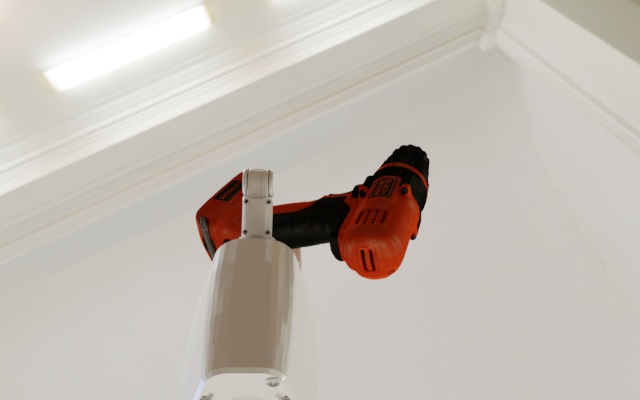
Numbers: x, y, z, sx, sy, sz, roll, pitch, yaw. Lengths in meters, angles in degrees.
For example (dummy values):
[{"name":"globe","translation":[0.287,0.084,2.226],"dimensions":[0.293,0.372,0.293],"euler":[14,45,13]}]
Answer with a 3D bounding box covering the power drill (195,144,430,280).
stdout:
[{"name":"power drill","translation":[0.000,0.002,0.428],"dimensions":[0.187,0.057,0.184],"euler":[-5,24,23]}]
